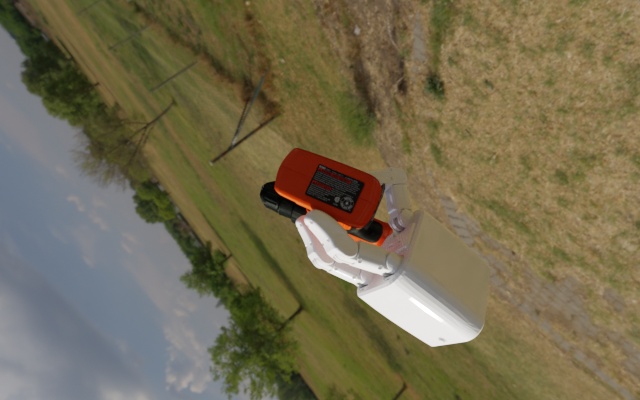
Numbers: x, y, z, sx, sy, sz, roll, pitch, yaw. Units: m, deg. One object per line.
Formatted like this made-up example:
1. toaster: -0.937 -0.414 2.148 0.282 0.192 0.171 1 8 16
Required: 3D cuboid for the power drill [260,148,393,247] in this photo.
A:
1. power drill: 0.000 0.002 0.558 0.184 0.057 0.188 21 -11 9
